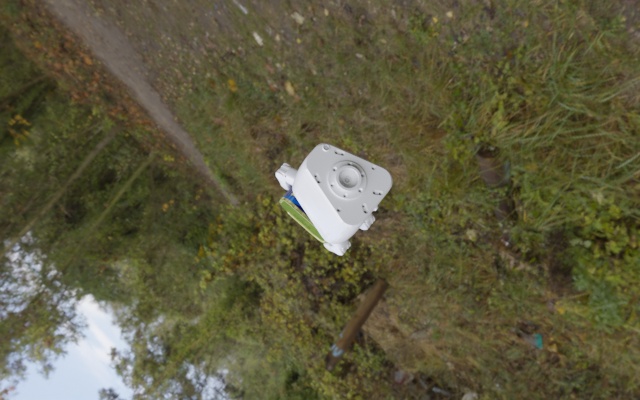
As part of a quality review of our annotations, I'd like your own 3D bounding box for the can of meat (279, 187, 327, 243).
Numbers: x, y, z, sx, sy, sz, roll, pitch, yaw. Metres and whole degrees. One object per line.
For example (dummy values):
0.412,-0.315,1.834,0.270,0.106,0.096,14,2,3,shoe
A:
0.000,0.003,0.727,0.102,0.084,0.057,41,-17,0,can of meat
